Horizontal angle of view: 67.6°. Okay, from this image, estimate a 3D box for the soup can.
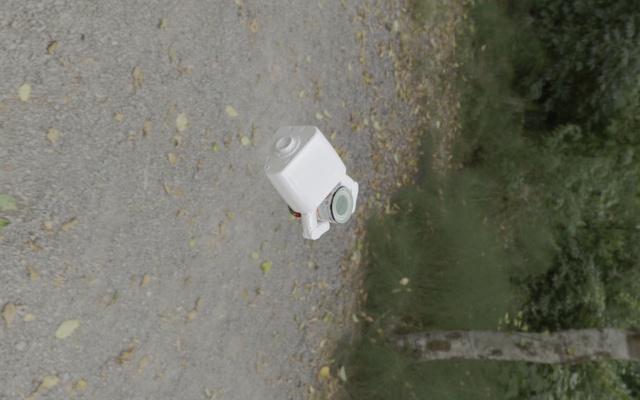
[{"bbox_3d":[0.001,0.003,0.864,0.102,0.068,0.068,7,4,37],"label":"soup can"}]
